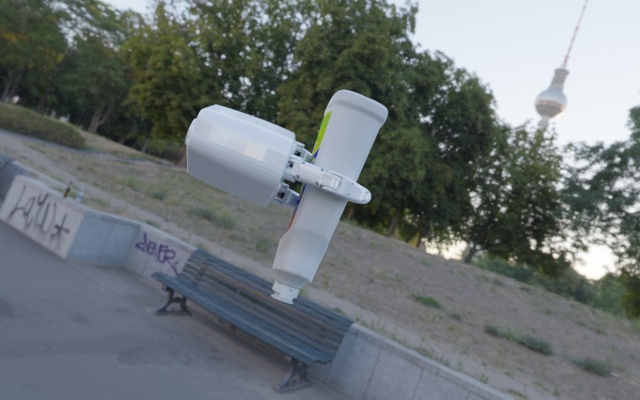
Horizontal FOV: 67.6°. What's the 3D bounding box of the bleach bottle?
[{"bbox_3d":[0.000,0.002,0.572,0.068,0.251,0.102,22,-5,-7],"label":"bleach bottle"}]
